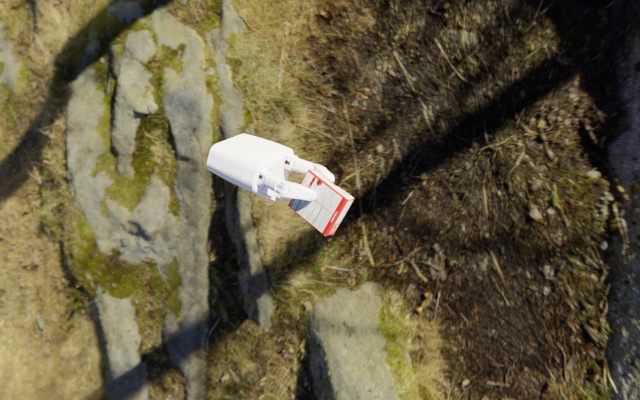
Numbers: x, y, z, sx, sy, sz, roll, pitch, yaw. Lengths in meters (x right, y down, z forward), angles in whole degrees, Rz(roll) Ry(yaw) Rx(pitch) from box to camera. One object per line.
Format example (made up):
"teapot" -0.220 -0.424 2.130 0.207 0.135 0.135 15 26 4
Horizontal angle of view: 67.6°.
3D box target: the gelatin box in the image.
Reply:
"gelatin box" 0.000 0.003 0.774 0.089 0.073 0.030 38 20 25
